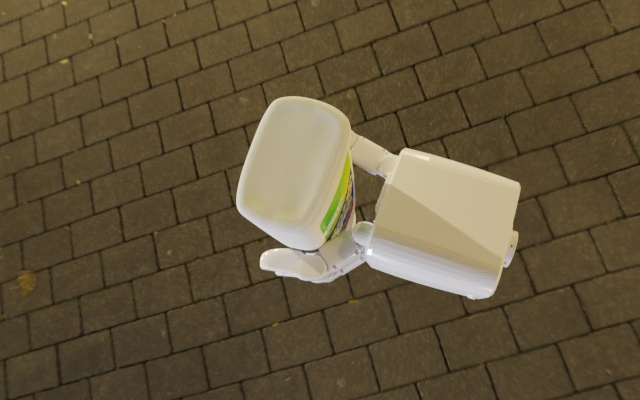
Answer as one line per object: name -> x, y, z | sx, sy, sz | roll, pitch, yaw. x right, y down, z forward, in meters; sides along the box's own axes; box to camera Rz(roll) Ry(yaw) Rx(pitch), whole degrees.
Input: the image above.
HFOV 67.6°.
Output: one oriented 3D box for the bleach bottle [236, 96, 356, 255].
bleach bottle -> 0.000, 0.002, 0.451 | 0.068, 0.102, 0.251 | 18, -9, 14
